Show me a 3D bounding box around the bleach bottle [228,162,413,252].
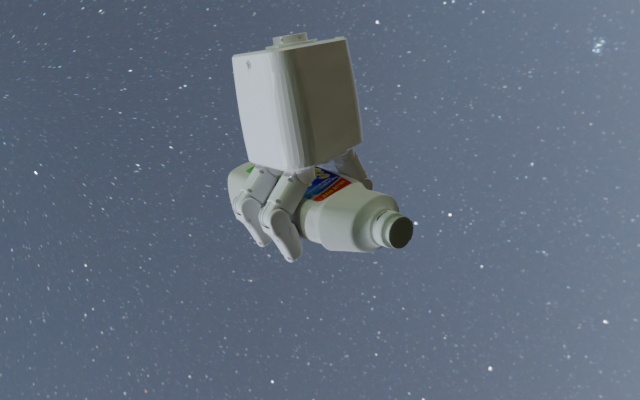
[{"bbox_3d":[0.000,0.002,0.496,0.102,0.068,0.251,-20,22,-32],"label":"bleach bottle"}]
